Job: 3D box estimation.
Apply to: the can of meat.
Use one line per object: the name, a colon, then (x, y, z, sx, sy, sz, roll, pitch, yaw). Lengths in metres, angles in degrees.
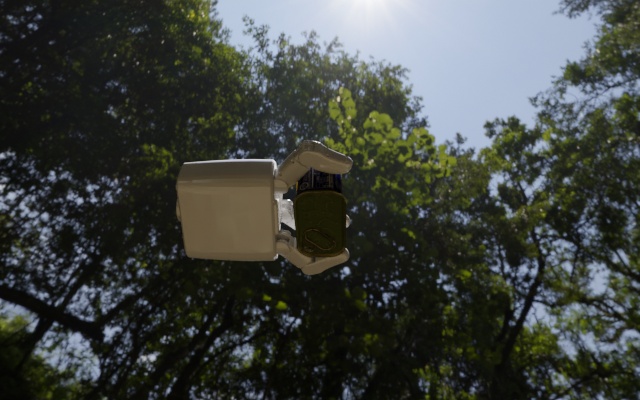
can of meat: (0.000, 0.002, 0.558, 0.057, 0.102, 0.083, -2, 42, 1)
